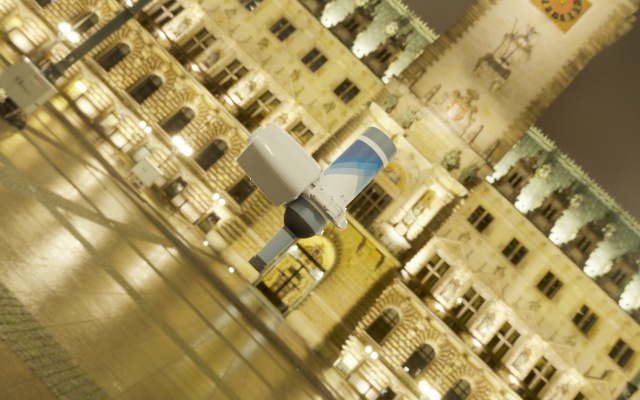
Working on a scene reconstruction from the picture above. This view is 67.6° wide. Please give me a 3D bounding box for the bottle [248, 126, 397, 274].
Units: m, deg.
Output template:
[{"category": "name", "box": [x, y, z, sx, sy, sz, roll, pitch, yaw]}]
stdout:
[{"category": "bottle", "box": [0.000, 0.002, 0.764, 0.295, 0.069, 0.069, -45, 11, -11]}]
